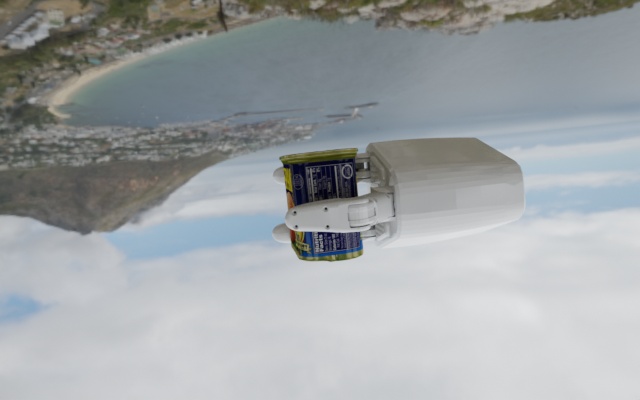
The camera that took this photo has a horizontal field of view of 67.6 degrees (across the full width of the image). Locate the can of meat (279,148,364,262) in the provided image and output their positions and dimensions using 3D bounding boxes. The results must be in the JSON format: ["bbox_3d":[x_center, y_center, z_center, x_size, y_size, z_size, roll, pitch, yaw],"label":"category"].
[{"bbox_3d":[0.000,0.002,0.400,0.057,0.084,0.102,-7,5,-8],"label":"can of meat"}]
